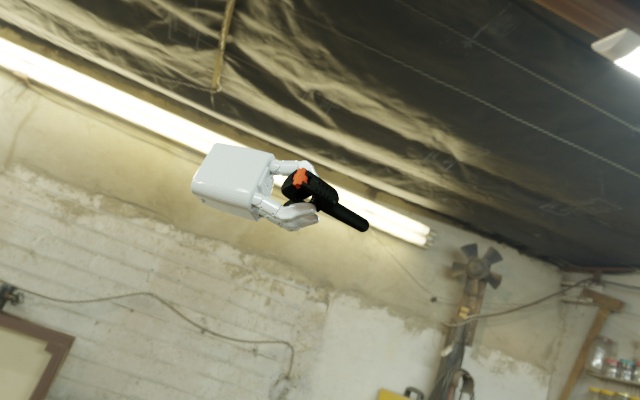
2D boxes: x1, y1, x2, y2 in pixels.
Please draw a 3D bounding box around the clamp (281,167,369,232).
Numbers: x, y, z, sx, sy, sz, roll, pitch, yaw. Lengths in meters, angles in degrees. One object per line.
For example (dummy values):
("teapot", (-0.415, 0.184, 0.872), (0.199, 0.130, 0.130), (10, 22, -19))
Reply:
("clamp", (0.000, 0.002, 0.783), (0.164, 0.036, 0.210), (13, -17, 10))
